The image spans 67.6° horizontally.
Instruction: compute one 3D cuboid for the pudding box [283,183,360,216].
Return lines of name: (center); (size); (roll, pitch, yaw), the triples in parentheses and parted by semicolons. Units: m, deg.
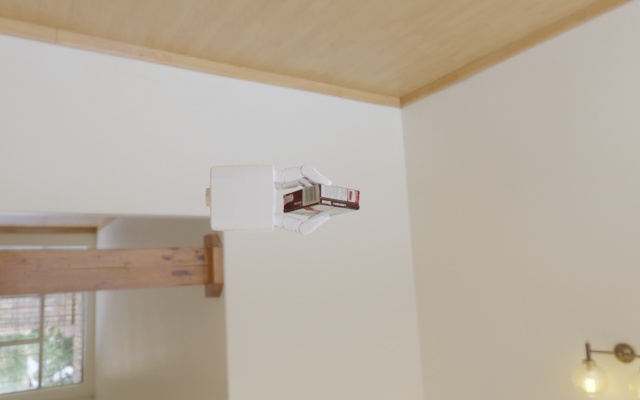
pudding box: (0.000, 0.003, 0.838); (0.090, 0.039, 0.113); (8, -12, -36)
